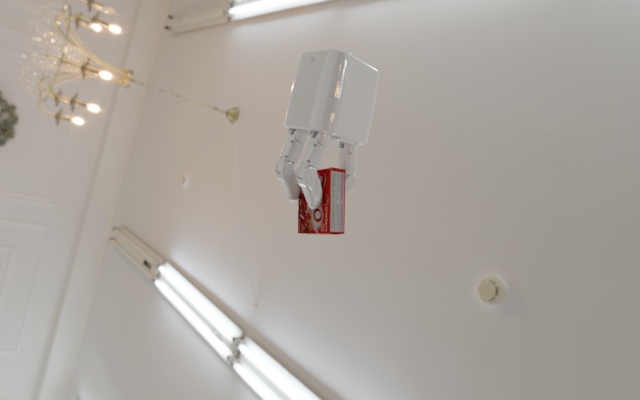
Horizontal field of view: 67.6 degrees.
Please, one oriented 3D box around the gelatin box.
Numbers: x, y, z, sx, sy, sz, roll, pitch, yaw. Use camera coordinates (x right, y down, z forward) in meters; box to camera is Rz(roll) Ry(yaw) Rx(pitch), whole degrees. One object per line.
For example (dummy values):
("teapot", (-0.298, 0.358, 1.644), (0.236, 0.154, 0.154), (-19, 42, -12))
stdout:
("gelatin box", (0.000, 0.003, 0.657), (0.030, 0.089, 0.073), (4, -5, -38))
